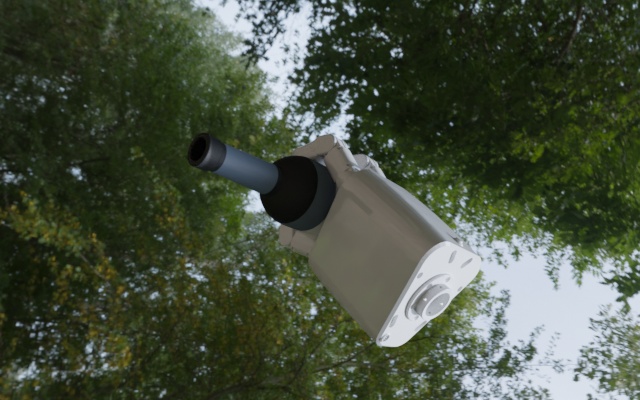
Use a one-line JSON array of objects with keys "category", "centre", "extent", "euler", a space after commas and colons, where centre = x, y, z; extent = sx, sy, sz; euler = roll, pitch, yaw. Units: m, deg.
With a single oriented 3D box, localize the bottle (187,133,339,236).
[{"category": "bottle", "centre": [0.000, 0.002, 0.468], "extent": [0.069, 0.069, 0.296], "euler": [0, -16, 41]}]
